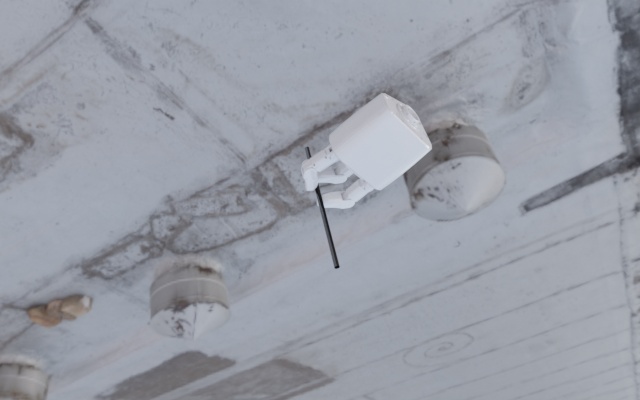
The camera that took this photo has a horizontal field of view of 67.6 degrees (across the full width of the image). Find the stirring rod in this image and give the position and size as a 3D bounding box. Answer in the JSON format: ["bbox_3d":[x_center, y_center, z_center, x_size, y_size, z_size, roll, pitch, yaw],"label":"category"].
[{"bbox_3d":[0.000,0.002,0.751,0.011,0.239,0.011,-9,-38,-7],"label":"stirring rod"}]
